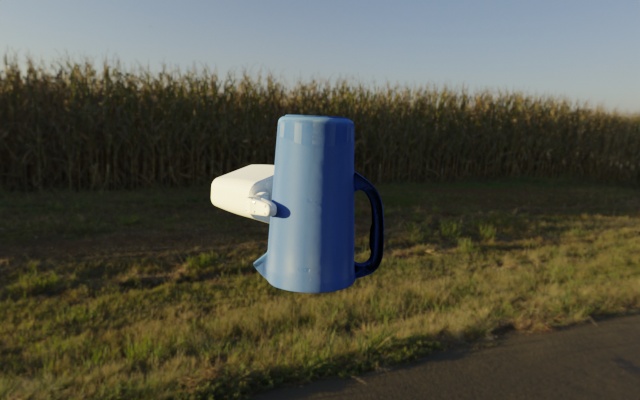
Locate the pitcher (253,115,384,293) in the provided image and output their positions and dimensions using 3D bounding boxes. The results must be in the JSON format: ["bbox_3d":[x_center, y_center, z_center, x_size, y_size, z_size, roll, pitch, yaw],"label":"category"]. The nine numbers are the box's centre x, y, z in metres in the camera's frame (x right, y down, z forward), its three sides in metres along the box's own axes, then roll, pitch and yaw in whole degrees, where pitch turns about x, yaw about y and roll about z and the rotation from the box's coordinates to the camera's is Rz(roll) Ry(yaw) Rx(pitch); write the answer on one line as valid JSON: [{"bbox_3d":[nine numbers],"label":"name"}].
[{"bbox_3d":[0.000,0.002,0.690,0.145,0.243,0.149,11,12,43],"label":"pitcher"}]
